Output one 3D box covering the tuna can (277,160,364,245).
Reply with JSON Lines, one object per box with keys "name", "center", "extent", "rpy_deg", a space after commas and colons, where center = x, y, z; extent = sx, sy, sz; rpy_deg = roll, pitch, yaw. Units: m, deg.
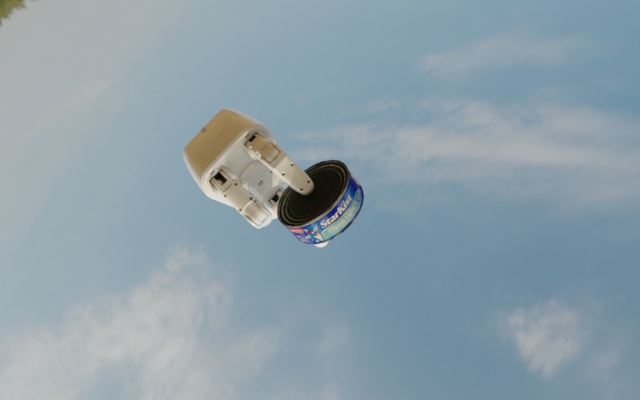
{"name": "tuna can", "center": [0.000, 0.002, 0.479], "extent": [0.086, 0.086, 0.034], "rpy_deg": [0, -39, 46]}
